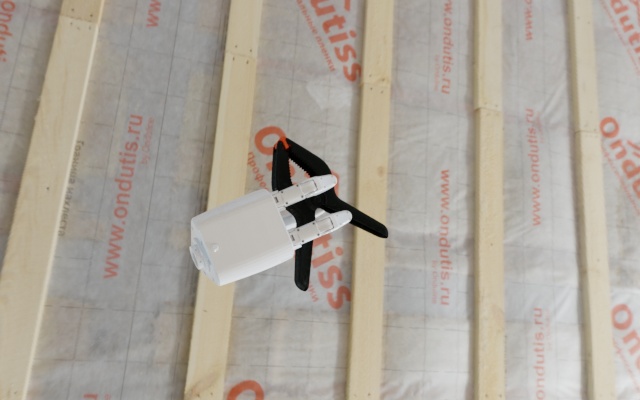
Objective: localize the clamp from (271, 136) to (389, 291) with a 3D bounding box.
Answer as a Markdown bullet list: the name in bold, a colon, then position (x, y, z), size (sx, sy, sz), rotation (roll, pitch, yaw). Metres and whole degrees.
- **clamp**: position (-0.001, 0.002, 0.685), size (0.164, 0.210, 0.036), rotation (-22, -3, -27)
